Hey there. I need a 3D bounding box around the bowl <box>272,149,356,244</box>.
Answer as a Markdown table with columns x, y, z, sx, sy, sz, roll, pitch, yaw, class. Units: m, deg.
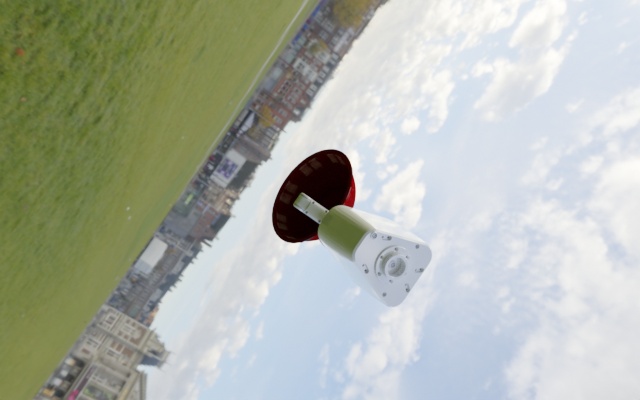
| x | y | z | sx | sy | sz | roll | pitch | yaw | class |
| --- | --- | --- | --- | --- | --- | --- | --- | --- | --- |
| 0.000 | 0.002 | 0.740 | 0.162 | 0.162 | 0.055 | 0 | -27 | 46 | bowl |
